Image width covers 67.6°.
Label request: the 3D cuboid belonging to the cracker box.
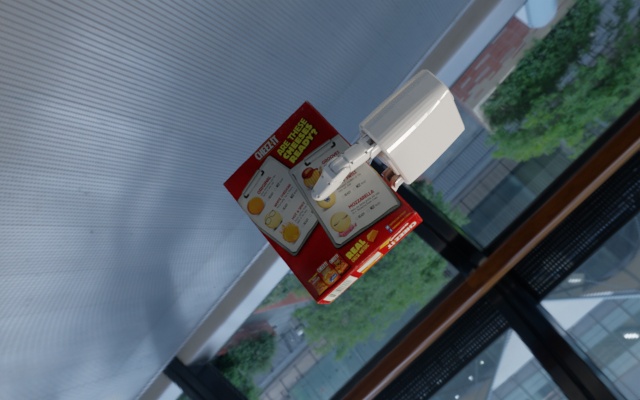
[{"bbox_3d":[0.000,0.002,0.631,0.164,0.213,0.072,-44,-22,6],"label":"cracker box"}]
